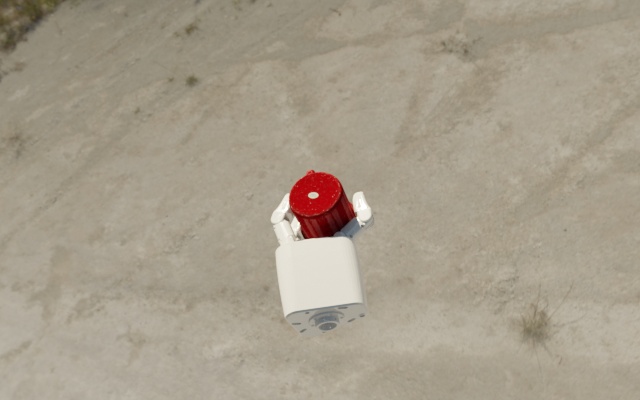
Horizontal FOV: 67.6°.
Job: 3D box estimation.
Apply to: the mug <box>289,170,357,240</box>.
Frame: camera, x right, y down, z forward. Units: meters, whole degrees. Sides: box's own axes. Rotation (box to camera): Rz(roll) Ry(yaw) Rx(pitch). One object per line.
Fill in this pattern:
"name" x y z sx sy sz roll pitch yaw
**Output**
"mug" 0.000 0.001 0.718 0.093 0.117 0.082 -18 -38 7
